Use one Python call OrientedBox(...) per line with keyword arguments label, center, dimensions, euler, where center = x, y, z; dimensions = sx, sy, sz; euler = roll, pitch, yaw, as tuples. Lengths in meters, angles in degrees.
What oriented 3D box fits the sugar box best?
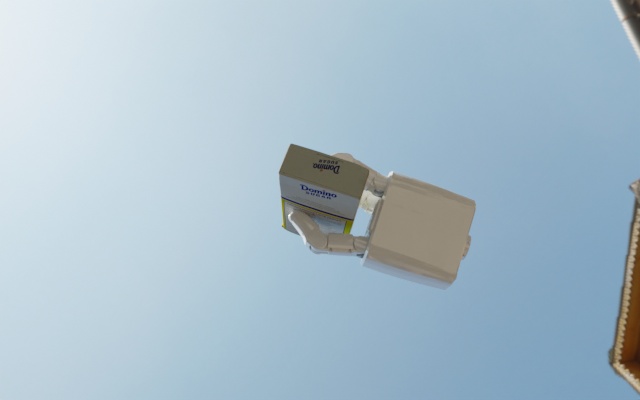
OrientedBox(label="sugar box", center=(0.000, 0.002, 0.579), dimensions=(0.093, 0.048, 0.176), euler=(18, -25, 4))
